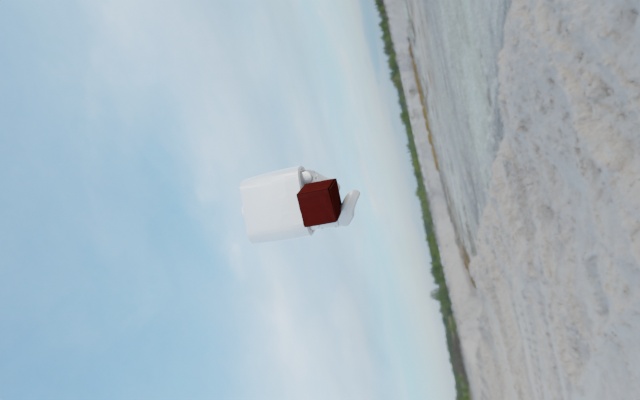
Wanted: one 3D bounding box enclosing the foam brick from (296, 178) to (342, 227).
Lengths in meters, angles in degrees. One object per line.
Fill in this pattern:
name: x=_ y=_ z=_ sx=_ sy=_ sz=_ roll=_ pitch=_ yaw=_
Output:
foam brick: x=0.000 y=0.002 z=0.726 sx=0.051 sy=0.053 sz=0.078 roll=-10 pitch=12 yaw=12
